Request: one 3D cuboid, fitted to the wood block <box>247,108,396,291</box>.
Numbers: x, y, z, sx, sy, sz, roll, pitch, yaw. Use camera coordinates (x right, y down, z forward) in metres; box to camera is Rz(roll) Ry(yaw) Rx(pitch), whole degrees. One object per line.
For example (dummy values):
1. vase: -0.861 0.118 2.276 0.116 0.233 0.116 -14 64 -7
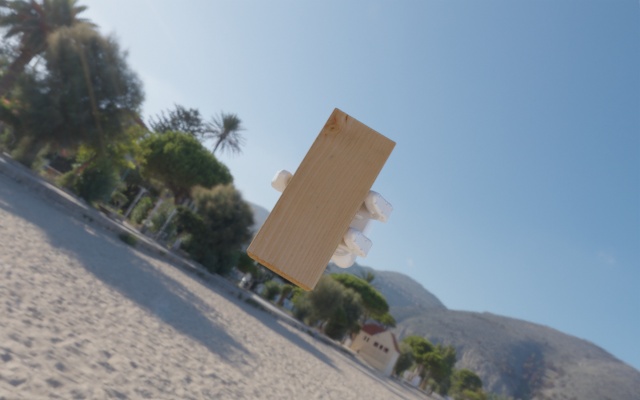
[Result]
1. wood block: 0.000 0.002 0.606 0.091 0.206 0.090 30 -13 1
